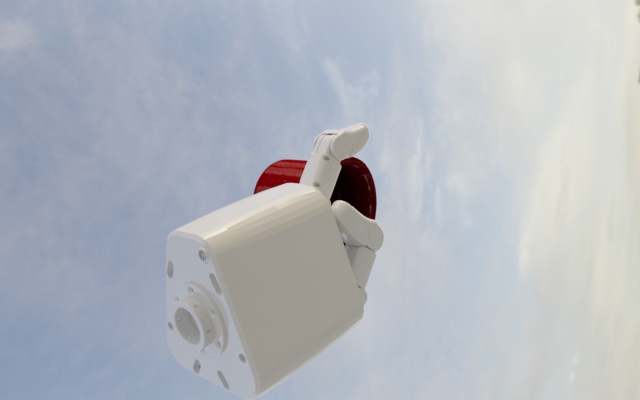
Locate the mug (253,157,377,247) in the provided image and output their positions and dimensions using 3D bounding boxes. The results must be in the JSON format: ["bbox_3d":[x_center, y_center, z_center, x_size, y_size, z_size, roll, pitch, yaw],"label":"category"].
[{"bbox_3d":[0.001,0.001,0.444,0.081,0.093,0.117,7,20,38],"label":"mug"}]
